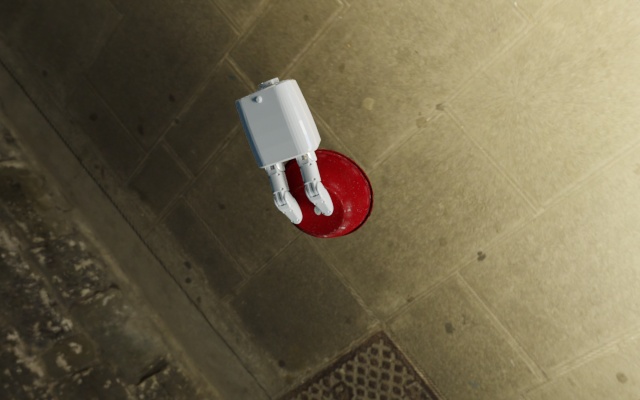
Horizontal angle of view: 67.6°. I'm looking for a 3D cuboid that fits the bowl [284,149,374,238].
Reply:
[{"bbox_3d":[0.001,0.004,0.756,0.162,0.162,0.055,0,28,17],"label":"bowl"}]
